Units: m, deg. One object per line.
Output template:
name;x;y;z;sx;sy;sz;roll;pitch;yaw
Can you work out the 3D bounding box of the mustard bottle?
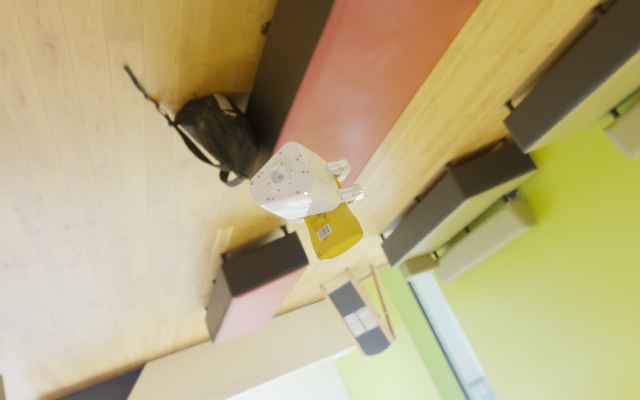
mustard bottle;0.000;0.003;0.853;0.058;0.191;0.096;-1;-31;-46
